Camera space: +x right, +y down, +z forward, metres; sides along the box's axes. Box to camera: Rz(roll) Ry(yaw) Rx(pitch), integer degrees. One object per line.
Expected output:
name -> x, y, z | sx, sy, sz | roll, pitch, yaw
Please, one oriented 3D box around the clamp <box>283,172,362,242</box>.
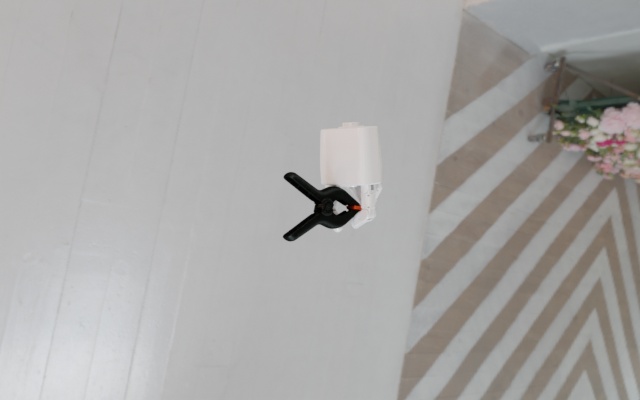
clamp -> 0.001, 0.003, 0.871 | 0.171, 0.120, 0.039 | -9, 10, -37
